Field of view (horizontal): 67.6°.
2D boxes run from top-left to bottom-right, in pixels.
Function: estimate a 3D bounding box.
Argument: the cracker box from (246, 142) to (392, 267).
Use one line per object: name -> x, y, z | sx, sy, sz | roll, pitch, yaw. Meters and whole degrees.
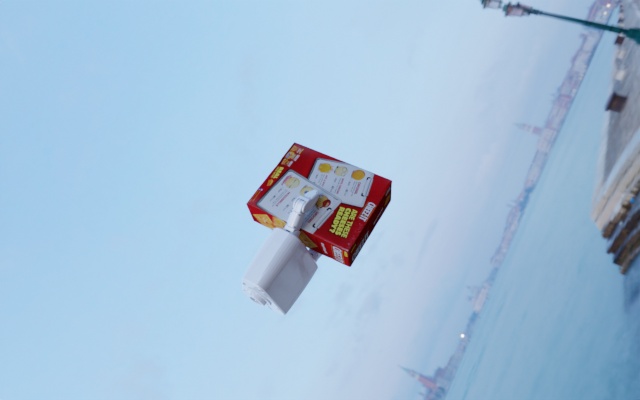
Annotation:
cracker box -> 0.000, 0.003, 0.875 | 0.213, 0.164, 0.072 | 24, -28, 22
